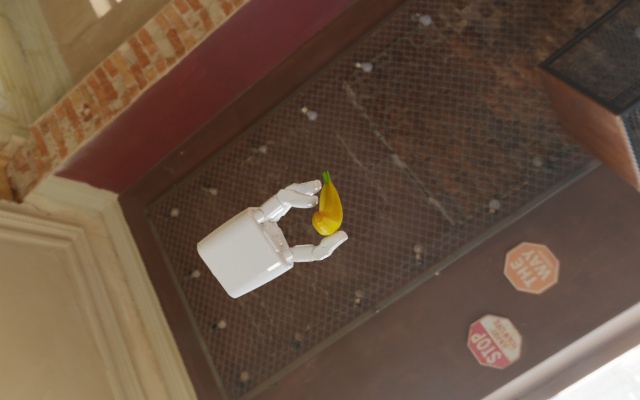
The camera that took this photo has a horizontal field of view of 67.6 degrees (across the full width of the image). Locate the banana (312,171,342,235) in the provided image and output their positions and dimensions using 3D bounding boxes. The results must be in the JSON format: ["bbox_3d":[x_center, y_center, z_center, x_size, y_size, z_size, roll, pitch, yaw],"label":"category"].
[{"bbox_3d":[0.009,0.016,0.763,0.037,0.070,0.197,-27,18,12],"label":"banana"}]
